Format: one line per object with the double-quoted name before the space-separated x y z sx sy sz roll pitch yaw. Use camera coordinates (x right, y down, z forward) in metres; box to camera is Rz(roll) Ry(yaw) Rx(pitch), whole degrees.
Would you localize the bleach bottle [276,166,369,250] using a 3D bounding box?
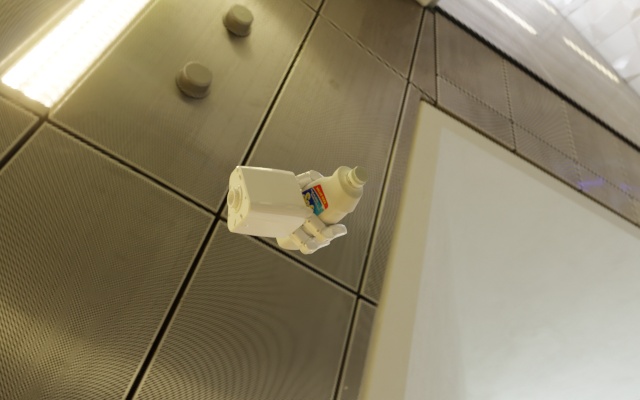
"bleach bottle" 0.000 0.003 0.863 0.068 0.102 0.251 8 -29 -32
